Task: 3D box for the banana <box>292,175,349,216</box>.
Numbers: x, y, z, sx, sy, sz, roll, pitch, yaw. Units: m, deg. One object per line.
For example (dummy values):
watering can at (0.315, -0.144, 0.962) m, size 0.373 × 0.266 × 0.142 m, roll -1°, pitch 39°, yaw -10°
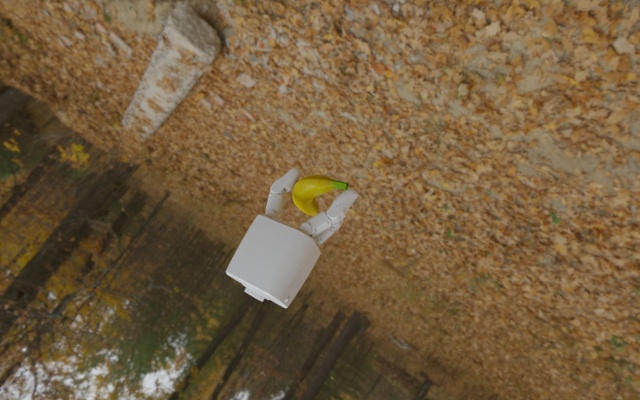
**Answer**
banana at (-0.015, -0.007, 0.799) m, size 0.069 × 0.037 × 0.198 m, roll 29°, pitch -17°, yaw -7°
